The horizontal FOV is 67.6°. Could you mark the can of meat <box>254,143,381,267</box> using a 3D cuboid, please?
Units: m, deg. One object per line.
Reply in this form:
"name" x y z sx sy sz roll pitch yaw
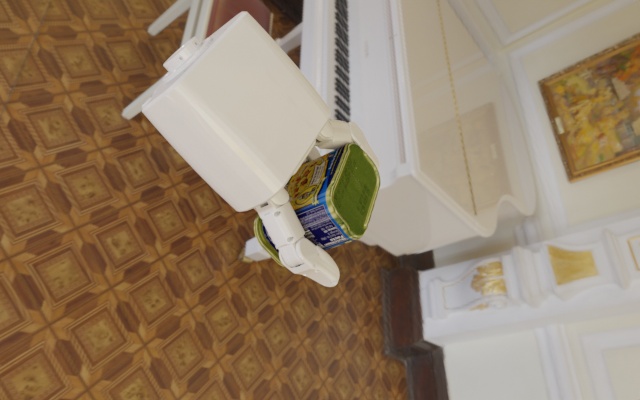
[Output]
"can of meat" 0.000 0.001 0.428 0.084 0.057 0.102 -23 29 34
